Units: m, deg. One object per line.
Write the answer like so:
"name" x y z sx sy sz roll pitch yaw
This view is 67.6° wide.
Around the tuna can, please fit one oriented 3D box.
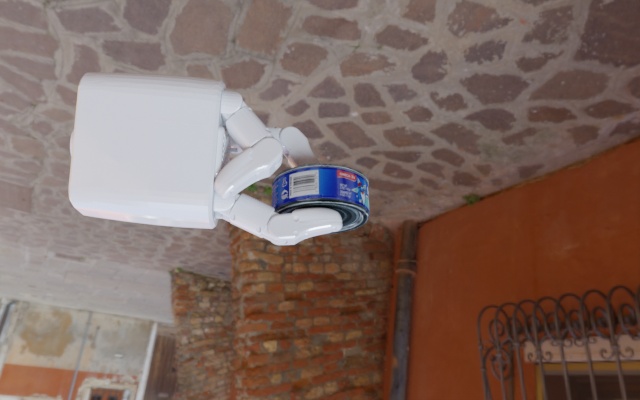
"tuna can" 0.000 0.002 0.417 0.086 0.033 0.086 -1 -22 0
